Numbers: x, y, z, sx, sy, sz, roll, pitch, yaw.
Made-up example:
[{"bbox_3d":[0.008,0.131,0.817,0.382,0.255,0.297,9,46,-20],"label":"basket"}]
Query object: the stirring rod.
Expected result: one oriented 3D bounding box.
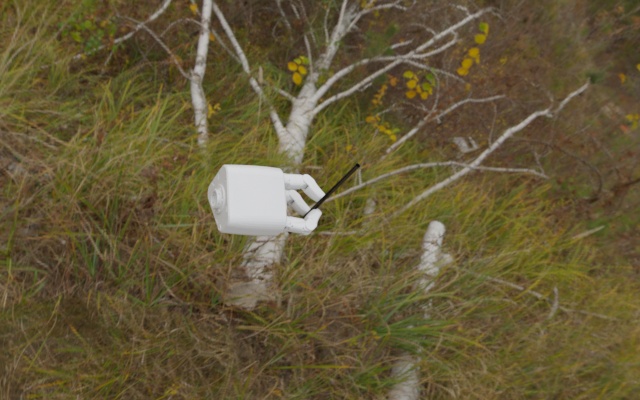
[{"bbox_3d":[0.000,0.003,0.864,0.011,0.011,0.240,0,-30,-36],"label":"stirring rod"}]
